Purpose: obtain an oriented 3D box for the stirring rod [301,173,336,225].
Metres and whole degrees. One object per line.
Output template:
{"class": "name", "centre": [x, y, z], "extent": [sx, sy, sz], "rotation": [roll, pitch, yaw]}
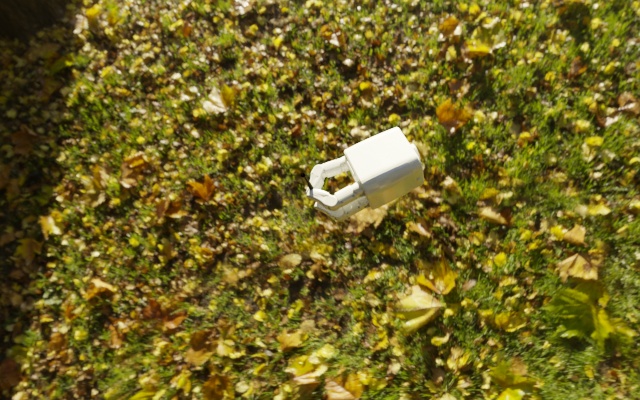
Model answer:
{"class": "stirring rod", "centre": [0.000, 0.003, 0.881], "extent": [0.011, 0.011, 0.240], "rotation": [0, -21, 15]}
